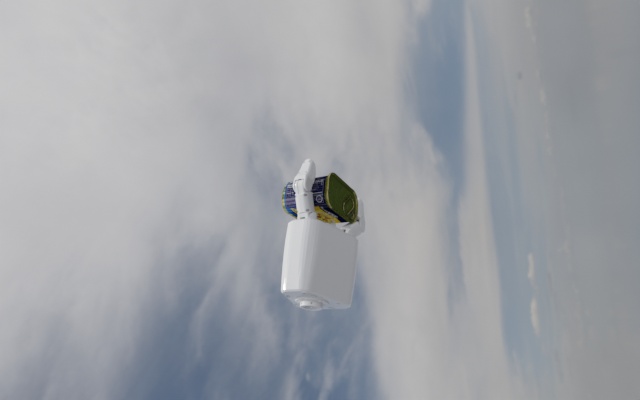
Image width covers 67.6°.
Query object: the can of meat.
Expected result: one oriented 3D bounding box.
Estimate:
[{"bbox_3d":[0.000,0.002,0.753,0.084,0.057,0.102,-8,-25,28],"label":"can of meat"}]
